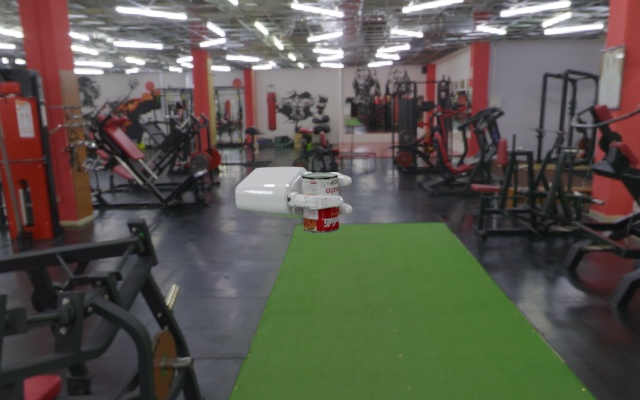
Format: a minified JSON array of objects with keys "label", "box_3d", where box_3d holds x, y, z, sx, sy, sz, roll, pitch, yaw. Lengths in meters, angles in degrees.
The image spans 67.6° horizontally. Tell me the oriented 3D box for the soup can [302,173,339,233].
[{"label":"soup can","box_3d":[0.001,0.003,0.880,0.068,0.102,0.068,-1,11,0]}]
